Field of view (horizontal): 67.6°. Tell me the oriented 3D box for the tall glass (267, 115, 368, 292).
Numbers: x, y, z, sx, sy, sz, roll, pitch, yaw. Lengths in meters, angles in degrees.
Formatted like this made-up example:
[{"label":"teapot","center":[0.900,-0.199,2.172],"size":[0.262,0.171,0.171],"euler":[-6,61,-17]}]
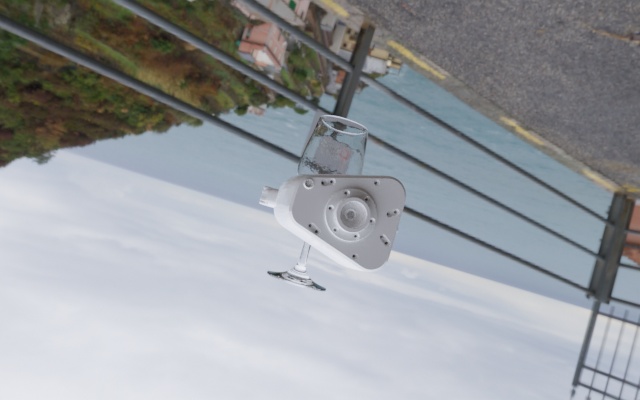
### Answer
[{"label":"tall glass","center":[0.000,0.003,0.576],"size":[0.079,0.201,0.079],"euler":[17,-4,1]}]
